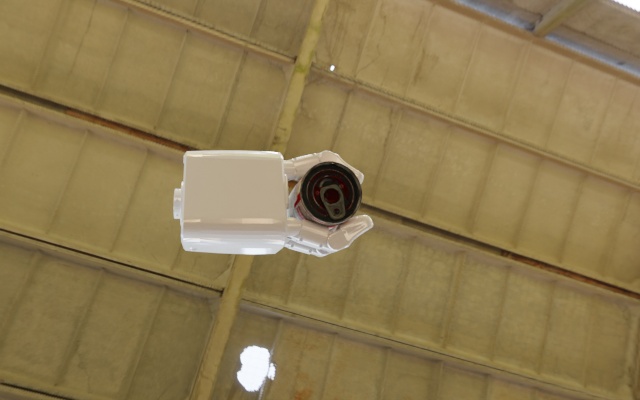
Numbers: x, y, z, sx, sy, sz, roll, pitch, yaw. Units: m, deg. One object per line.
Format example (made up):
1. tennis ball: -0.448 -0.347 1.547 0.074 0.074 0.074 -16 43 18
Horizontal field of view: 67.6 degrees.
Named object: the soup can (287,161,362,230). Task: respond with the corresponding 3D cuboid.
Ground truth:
1. soup can: 0.001 0.002 0.550 0.068 0.068 0.102 0 -12 -14
